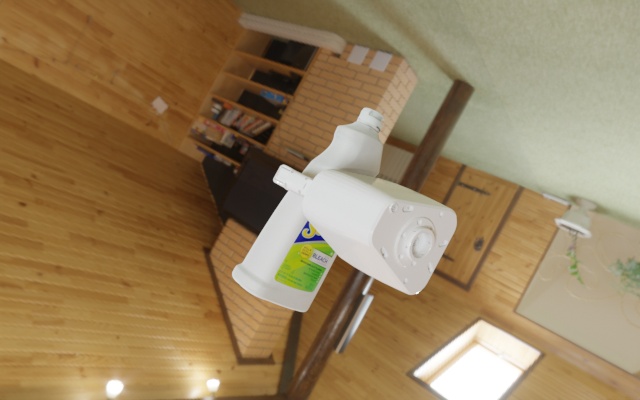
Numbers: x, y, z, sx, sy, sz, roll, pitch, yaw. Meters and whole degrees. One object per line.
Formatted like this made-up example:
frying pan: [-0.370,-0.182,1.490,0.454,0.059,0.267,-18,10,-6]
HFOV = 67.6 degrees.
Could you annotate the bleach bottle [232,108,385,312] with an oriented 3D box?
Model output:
bleach bottle: [0.000,0.002,0.567,0.102,0.251,0.068,30,-3,-40]
